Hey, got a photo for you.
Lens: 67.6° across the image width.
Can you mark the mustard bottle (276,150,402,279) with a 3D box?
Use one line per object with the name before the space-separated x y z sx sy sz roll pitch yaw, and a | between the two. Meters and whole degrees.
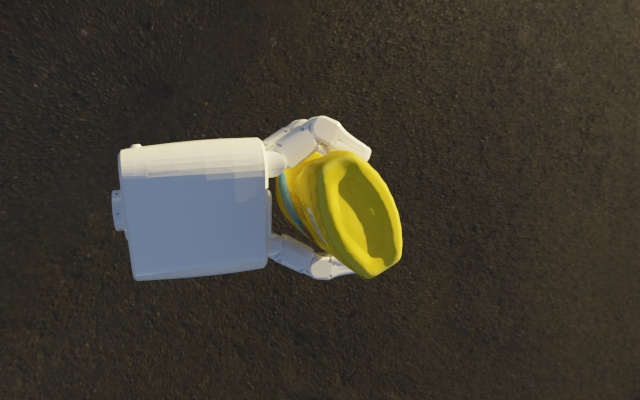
mustard bottle | 0.000 0.001 0.430 0.058 0.096 0.191 -31 15 -13
